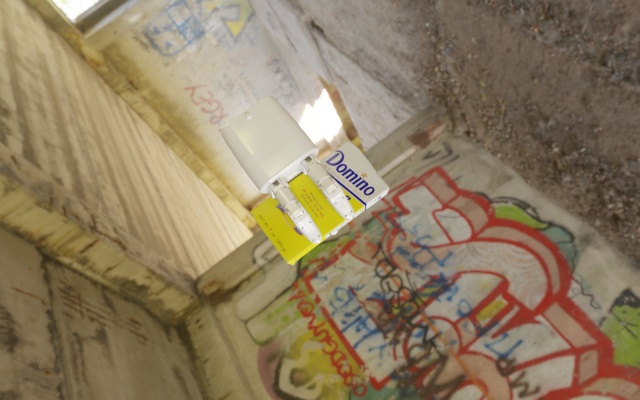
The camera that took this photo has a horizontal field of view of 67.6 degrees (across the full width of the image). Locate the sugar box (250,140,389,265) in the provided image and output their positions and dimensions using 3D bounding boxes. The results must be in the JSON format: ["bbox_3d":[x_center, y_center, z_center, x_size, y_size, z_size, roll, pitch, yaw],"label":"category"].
[{"bbox_3d":[0.000,0.002,0.676,0.176,0.093,0.048,-38,-11,-3],"label":"sugar box"}]
